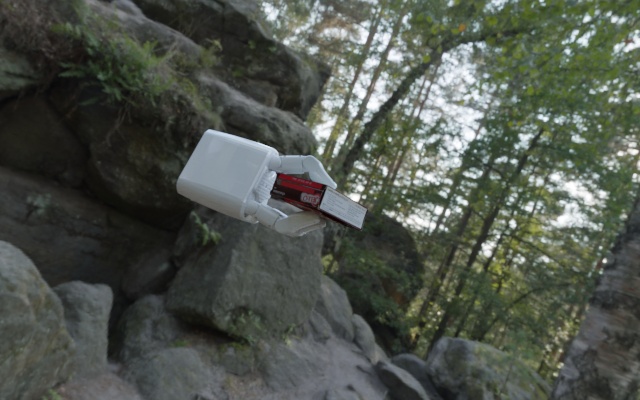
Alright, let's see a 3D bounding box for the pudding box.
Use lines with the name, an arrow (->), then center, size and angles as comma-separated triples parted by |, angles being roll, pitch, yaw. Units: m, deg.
pudding box -> 0.000, 0.002, 0.656 | 0.090, 0.039, 0.113 | 18, -4, 39
